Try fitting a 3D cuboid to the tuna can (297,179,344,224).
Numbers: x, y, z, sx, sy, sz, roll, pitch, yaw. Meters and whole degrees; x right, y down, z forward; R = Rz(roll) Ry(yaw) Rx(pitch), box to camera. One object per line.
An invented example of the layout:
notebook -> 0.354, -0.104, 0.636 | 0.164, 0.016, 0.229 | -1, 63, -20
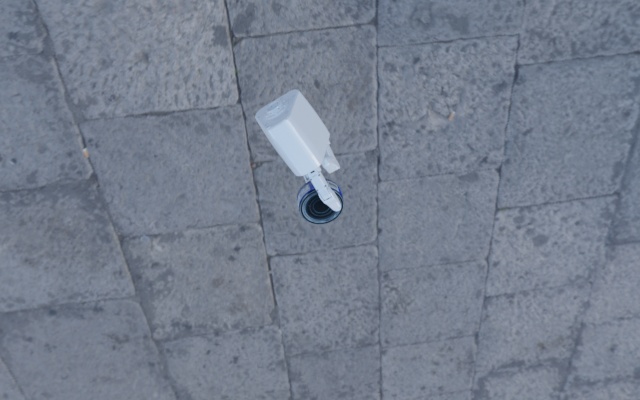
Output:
tuna can -> 0.000, 0.003, 0.890 | 0.086, 0.086, 0.033 | 0, 36, -11
